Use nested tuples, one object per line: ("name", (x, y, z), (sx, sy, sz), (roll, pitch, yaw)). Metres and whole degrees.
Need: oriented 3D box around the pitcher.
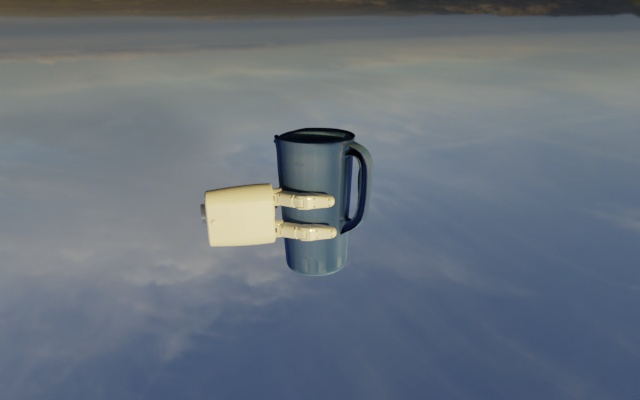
("pitcher", (0.000, 0.003, 0.811), (0.145, 0.243, 0.149), (-5, 19, -11))
